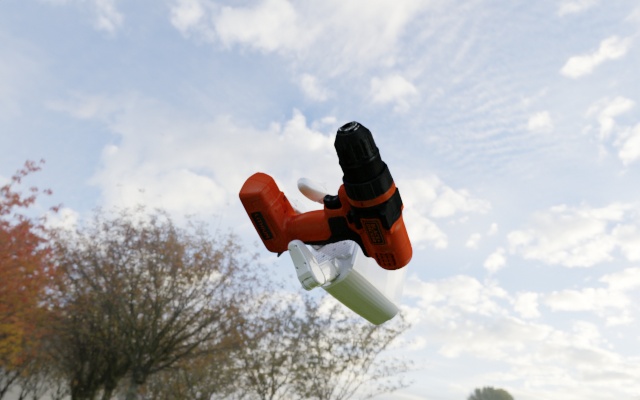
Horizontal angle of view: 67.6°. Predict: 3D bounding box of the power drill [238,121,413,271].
[{"bbox_3d":[0.000,0.002,0.544,0.187,0.184,0.057,-1,36,33],"label":"power drill"}]
